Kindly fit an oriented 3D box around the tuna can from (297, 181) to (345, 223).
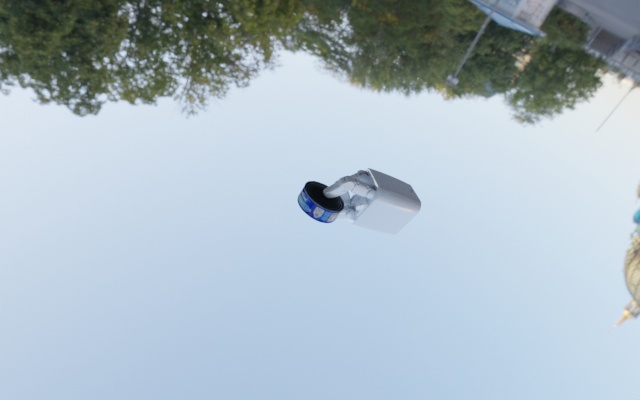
[{"bbox_3d":[0.000,0.003,0.898,0.086,0.034,0.086,25,29,-15],"label":"tuna can"}]
